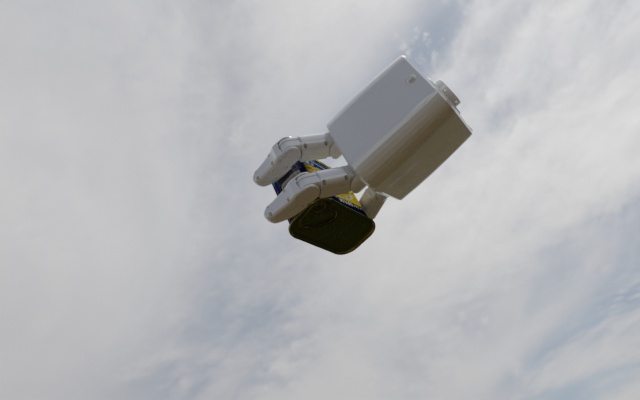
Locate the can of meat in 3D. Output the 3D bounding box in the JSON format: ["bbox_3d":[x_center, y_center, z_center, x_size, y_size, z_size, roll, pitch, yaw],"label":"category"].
[{"bbox_3d":[0.000,0.002,0.516,0.057,0.084,0.102,-45,-44,19],"label":"can of meat"}]
